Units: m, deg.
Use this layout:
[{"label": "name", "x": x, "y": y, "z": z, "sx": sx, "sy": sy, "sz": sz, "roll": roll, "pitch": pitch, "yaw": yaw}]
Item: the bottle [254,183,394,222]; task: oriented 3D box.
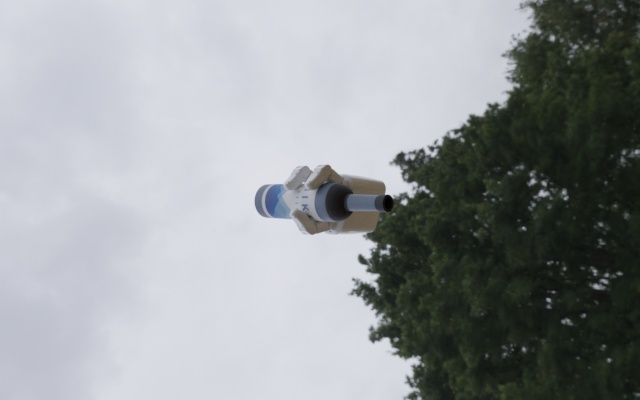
[{"label": "bottle", "x": 0.000, "y": 0.003, "z": 0.833, "sx": 0.069, "sy": 0.069, "sz": 0.295, "roll": 0, "pitch": 1, "yaw": -45}]
